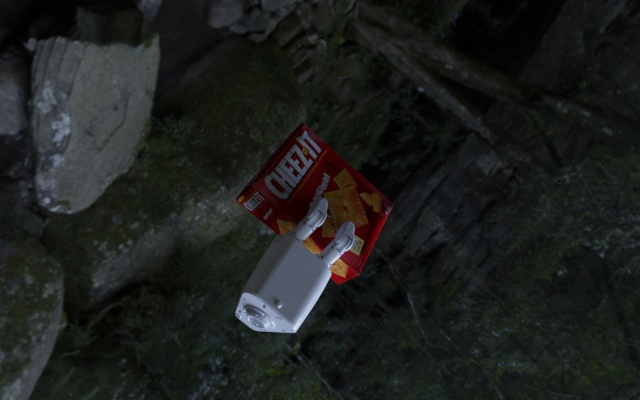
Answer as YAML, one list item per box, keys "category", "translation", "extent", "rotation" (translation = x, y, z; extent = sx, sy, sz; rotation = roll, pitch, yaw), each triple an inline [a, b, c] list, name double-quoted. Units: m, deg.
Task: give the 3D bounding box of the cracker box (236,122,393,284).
- category: "cracker box"
  translation: [0.000, 0.003, 0.769]
  extent: [0.214, 0.164, 0.072]
  rotation: [41, -39, -10]
